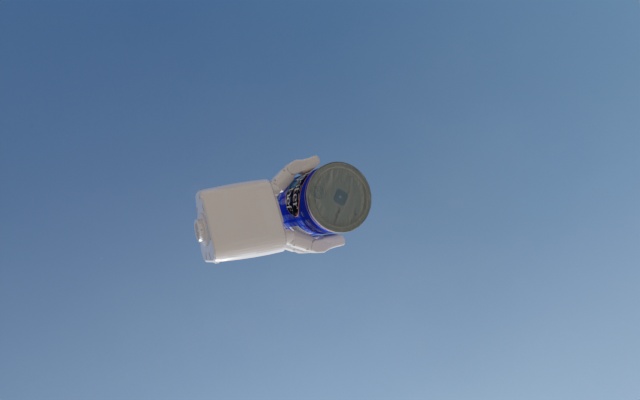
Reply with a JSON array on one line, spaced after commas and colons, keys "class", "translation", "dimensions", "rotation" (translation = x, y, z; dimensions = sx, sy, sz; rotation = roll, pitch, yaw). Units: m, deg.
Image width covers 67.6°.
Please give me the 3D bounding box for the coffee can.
[{"class": "coffee can", "translation": [0.000, 0.002, 0.743], "dimensions": [0.103, 0.103, 0.140], "rotation": [0, -6, -25]}]
